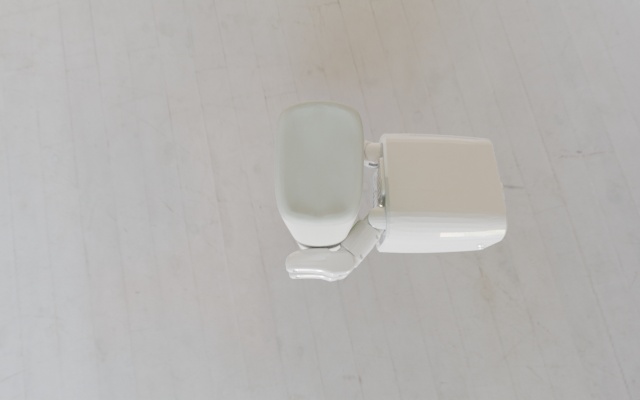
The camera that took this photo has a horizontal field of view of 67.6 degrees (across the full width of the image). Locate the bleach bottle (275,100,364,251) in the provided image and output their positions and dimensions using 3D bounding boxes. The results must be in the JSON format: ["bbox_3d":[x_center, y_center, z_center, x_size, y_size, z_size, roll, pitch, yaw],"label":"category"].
[{"bbox_3d":[0.000,0.002,0.471,0.068,0.102,0.251,1,-14,1],"label":"bleach bottle"}]
